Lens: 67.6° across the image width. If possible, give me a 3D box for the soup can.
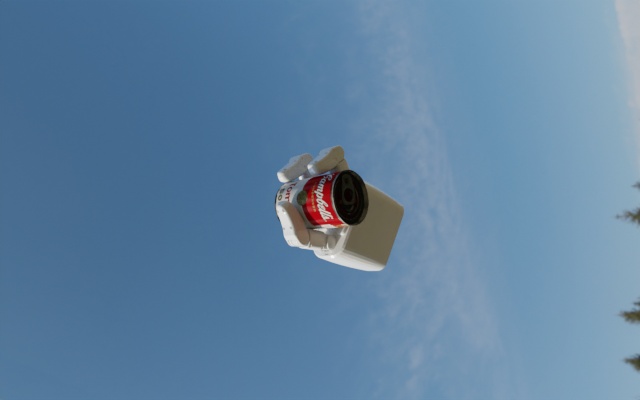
[{"bbox_3d":[0.000,0.002,0.602,0.102,0.068,0.068,-8,-6,42],"label":"soup can"}]
